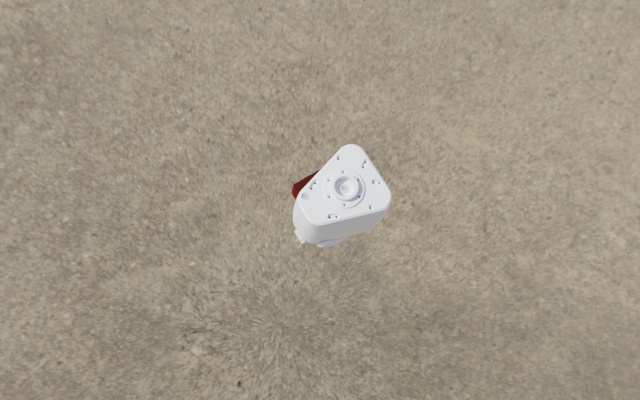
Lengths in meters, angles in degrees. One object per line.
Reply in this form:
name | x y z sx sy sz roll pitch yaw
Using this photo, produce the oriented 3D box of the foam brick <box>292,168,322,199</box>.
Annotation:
foam brick | 0.000 0.002 0.690 0.053 0.078 0.051 -30 -11 -11
